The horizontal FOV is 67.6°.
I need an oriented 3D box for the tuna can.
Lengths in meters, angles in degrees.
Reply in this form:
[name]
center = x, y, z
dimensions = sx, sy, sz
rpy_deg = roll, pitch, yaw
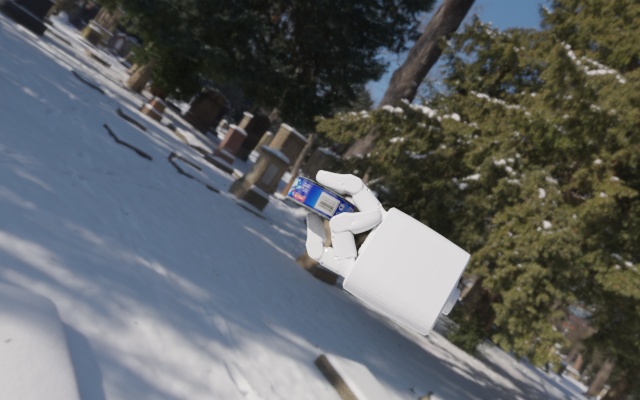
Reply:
[tuna can]
center = 0.000, 0.001, 0.612
dimensions = 0.086, 0.034, 0.086
rpy_deg = 28, -3, 1
